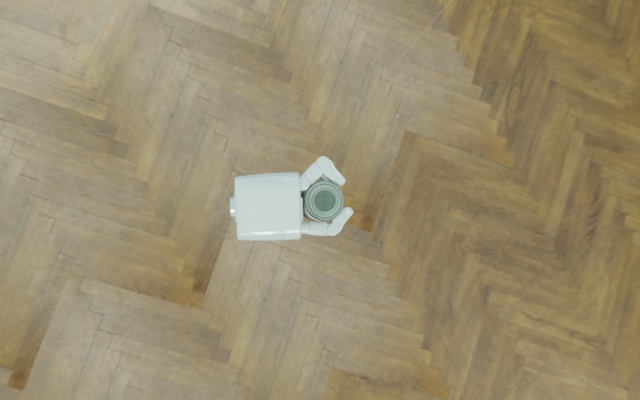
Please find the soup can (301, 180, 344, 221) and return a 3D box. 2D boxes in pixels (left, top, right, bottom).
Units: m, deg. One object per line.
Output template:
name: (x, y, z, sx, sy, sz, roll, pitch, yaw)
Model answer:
soup can: (0.001, 0.003, 0.826, 0.068, 0.068, 0.102, 0, -3, -8)
